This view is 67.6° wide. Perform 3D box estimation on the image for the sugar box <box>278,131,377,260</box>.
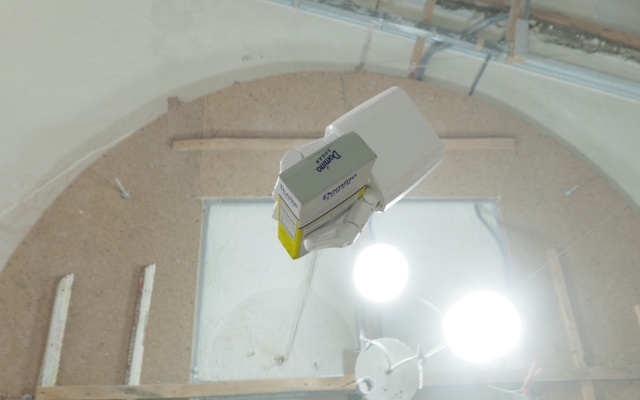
[{"bbox_3d":[0.000,0.001,0.527,0.093,0.048,0.176,-33,-19,-19],"label":"sugar box"}]
